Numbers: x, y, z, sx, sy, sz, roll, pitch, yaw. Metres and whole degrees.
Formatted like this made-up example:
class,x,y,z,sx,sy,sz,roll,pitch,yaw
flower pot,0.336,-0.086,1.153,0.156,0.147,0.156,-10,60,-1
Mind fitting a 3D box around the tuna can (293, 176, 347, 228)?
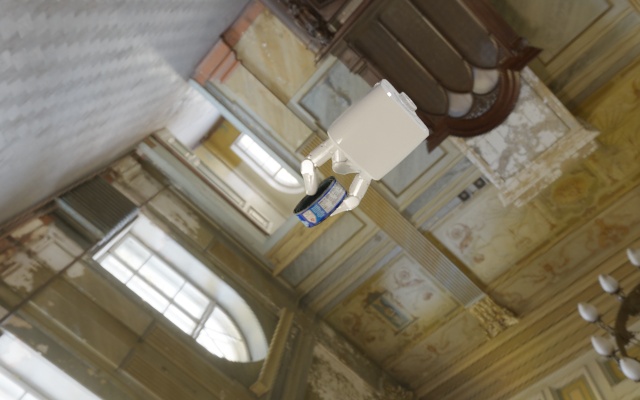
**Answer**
class,x,y,z,sx,sy,sz,roll,pitch,yaw
tuna can,0.000,0.003,0.742,0.086,0.034,0.086,-40,12,11
